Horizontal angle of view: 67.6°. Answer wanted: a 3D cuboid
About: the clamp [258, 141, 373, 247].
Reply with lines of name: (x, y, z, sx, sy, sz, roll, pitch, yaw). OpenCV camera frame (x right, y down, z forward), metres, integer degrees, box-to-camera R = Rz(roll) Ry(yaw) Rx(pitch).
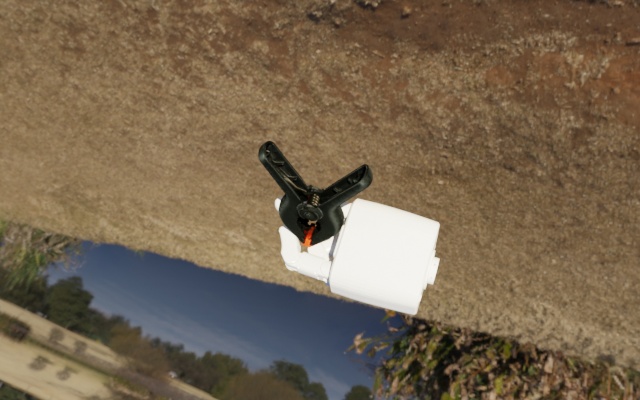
clamp: (0.000, 0.002, 0.544, 0.120, 0.039, 0.172, 15, -31, 16)
